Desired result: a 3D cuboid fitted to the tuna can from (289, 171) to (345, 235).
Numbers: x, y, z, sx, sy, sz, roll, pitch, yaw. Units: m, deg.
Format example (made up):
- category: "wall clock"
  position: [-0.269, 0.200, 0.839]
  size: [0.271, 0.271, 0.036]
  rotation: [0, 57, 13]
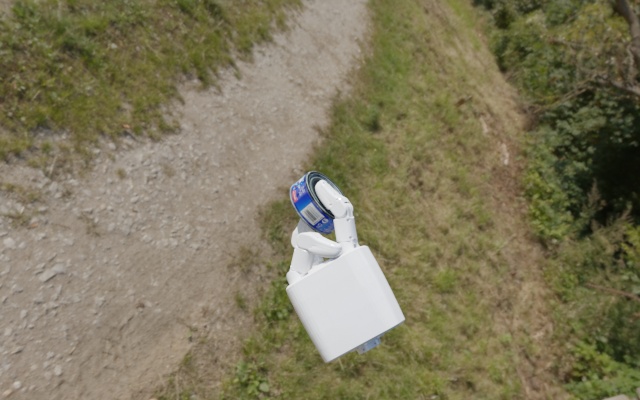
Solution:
- category: "tuna can"
  position: [0.000, 0.002, 0.655]
  size: [0.034, 0.086, 0.086]
  rotation: [-40, -21, 27]
